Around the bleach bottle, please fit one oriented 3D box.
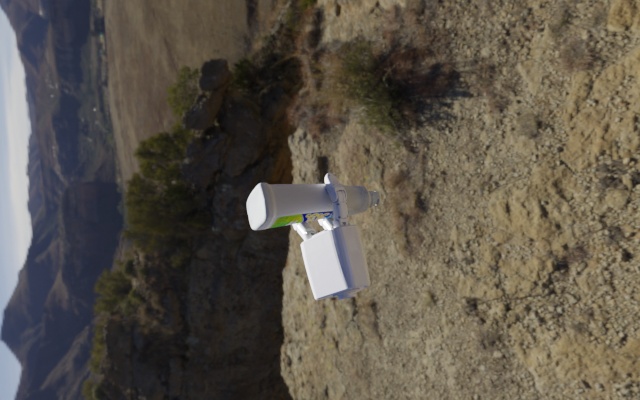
[{"bbox_3d":[0.000,0.003,0.867,0.251,0.068,0.102,-5,-18,-27],"label":"bleach bottle"}]
